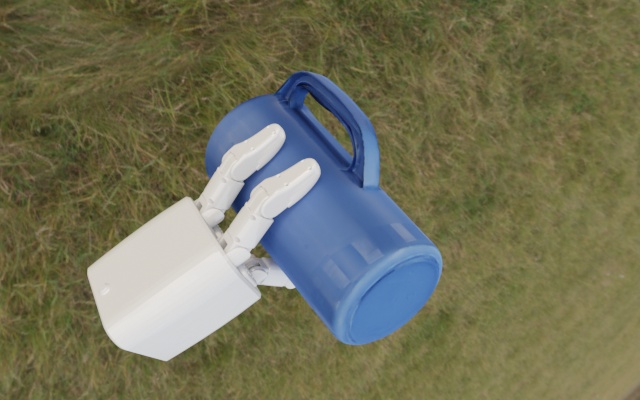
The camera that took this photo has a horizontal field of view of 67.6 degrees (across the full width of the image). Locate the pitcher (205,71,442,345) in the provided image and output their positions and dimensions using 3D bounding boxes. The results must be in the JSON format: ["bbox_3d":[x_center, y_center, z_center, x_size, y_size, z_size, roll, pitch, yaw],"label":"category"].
[{"bbox_3d":[0.000,0.002,0.444,0.145,0.149,0.242,-34,50,-10],"label":"pitcher"}]
